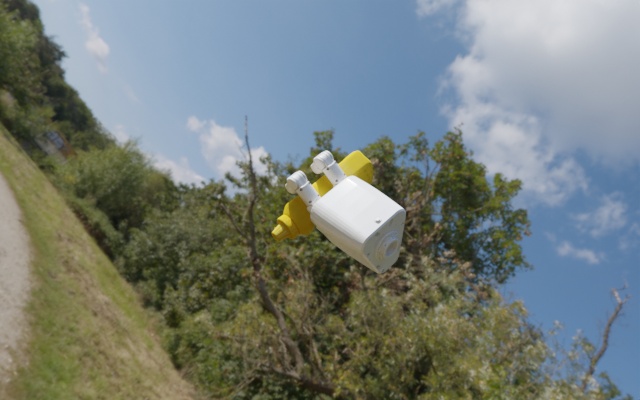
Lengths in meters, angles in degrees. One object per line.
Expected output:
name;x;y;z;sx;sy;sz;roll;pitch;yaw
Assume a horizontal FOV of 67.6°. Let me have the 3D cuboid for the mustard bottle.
mustard bottle;0.000;0.002;0.774;0.191;0.058;0.096;-39;-15;-21
